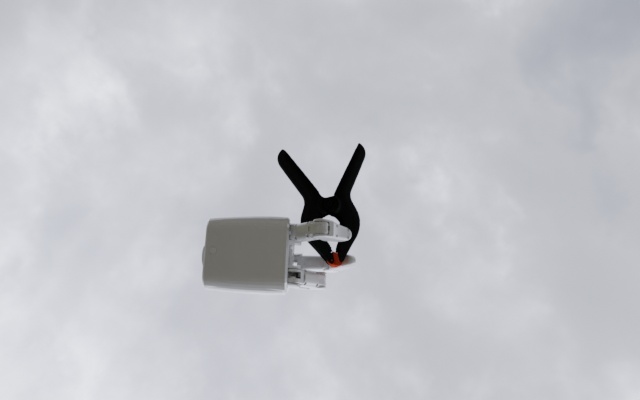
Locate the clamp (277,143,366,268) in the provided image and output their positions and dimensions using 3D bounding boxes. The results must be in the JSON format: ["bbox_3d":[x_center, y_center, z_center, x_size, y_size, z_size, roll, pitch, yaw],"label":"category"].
[{"bbox_3d":[0.000,0.002,0.639,0.120,0.171,0.039,2,-15,0],"label":"clamp"}]
